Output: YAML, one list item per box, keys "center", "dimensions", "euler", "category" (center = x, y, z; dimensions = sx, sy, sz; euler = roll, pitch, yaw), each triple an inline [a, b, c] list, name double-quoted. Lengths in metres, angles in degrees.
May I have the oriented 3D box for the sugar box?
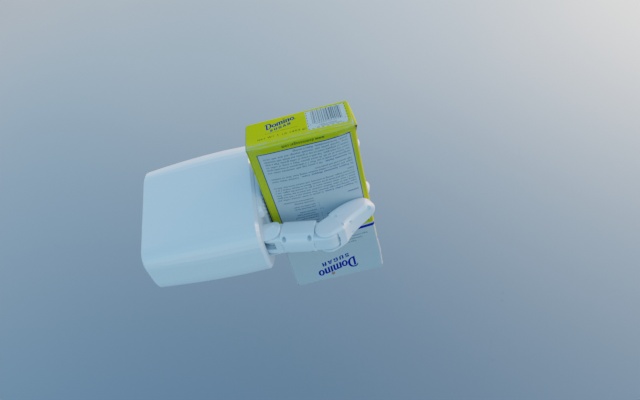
- center: [0.000, 0.001, 0.449]
  dimensions: [0.093, 0.176, 0.048]
  euler: [-13, 43, 3]
  category: "sugar box"
